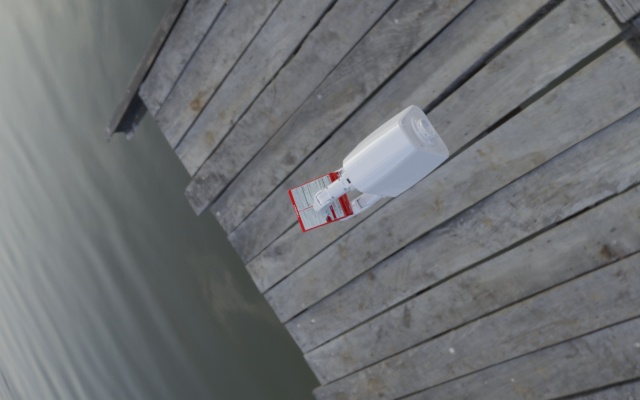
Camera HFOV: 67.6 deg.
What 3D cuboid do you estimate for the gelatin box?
[{"bbox_3d":[0.000,0.003,0.755,0.089,0.073,0.030,-21,-1,31],"label":"gelatin box"}]
